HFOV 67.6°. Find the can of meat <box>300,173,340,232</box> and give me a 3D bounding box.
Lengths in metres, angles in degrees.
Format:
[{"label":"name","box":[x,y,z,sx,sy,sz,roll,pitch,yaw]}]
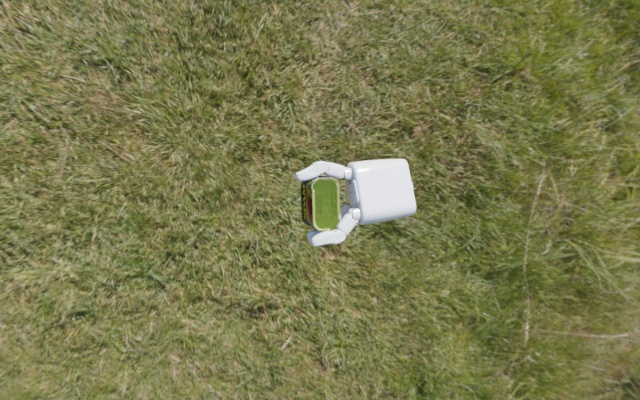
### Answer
[{"label":"can of meat","box":[0.000,0.003,0.880,0.057,0.102,0.084,-4,8,-14]}]
